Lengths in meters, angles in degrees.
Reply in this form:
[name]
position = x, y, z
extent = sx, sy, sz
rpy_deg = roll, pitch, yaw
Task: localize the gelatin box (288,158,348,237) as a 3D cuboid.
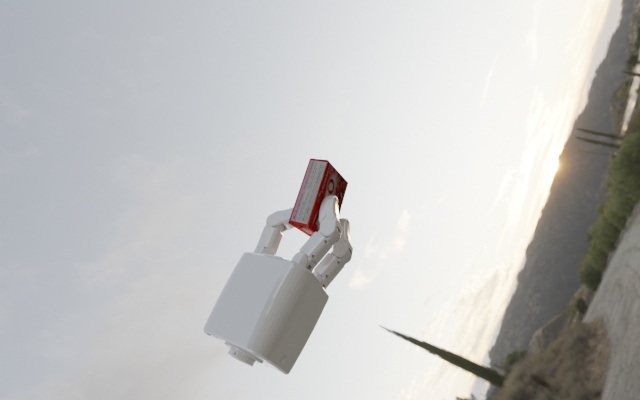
[gelatin box]
position = 0.000, 0.002, 0.603
extent = 0.030, 0.089, 0.073
rpy_deg = 10, -15, 27
